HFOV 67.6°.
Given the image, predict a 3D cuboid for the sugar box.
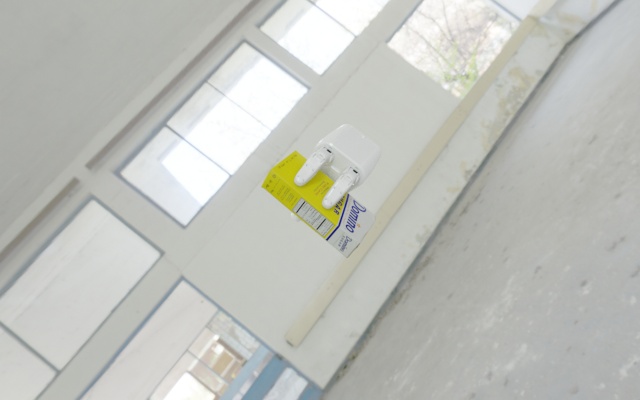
[{"bbox_3d":[0.000,0.002,0.757,0.176,0.048,0.093,37,35,3],"label":"sugar box"}]
